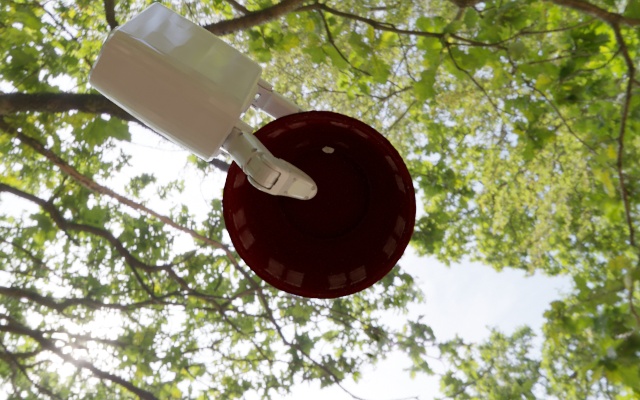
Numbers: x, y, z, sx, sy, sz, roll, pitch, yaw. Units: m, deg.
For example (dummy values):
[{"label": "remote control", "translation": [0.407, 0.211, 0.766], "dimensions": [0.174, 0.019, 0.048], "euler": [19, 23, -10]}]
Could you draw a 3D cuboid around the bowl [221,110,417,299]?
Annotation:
[{"label": "bowl", "translation": [0.001, 0.002, 0.418], "dimensions": [0.162, 0.162, 0.055], "euler": [0, 15, 6]}]
